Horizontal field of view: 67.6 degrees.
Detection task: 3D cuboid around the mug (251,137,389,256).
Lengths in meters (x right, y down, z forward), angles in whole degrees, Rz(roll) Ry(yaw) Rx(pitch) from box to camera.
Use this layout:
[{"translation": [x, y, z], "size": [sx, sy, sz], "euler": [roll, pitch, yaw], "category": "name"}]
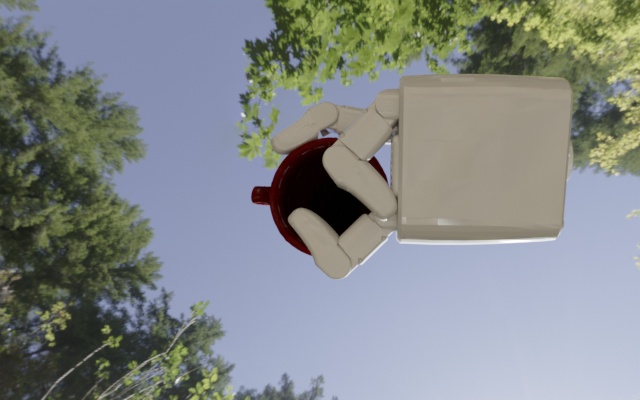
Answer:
[{"translation": [-0.001, 0.001, 0.404], "size": [0.117, 0.093, 0.081], "euler": [1, -6, 8], "category": "mug"}]
